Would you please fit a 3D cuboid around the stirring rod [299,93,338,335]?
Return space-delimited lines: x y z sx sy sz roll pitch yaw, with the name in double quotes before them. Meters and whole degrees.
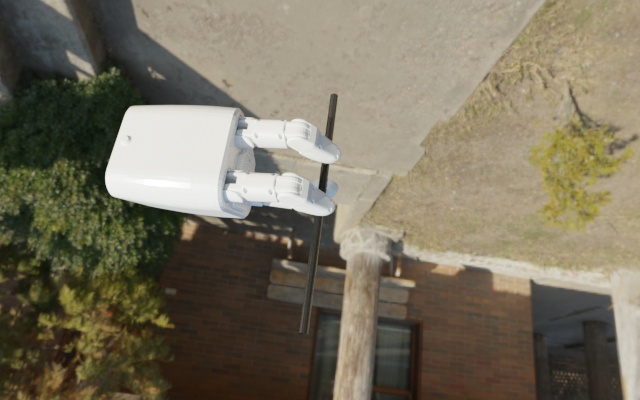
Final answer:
"stirring rod" 0.000 0.001 0.444 0.011 0.239 0.011 6 -24 3
